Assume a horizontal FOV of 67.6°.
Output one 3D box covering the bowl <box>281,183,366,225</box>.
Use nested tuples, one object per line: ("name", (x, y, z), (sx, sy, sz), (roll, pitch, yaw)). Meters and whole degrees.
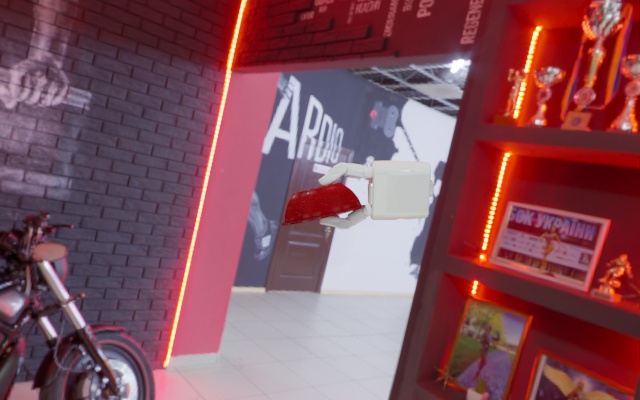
("bowl", (-0.001, 0.003, 0.893), (0.162, 0.055, 0.162), (-13, 1, 0))
